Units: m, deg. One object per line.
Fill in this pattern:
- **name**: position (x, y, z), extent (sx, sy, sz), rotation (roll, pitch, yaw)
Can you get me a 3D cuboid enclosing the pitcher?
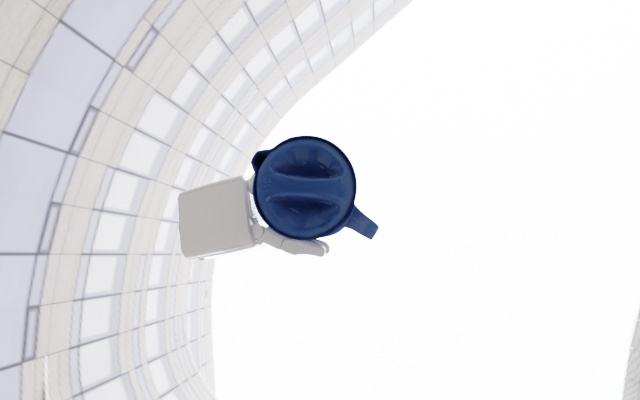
- **pitcher**: position (0.000, 0.002, 0.708), extent (0.145, 0.149, 0.243), rotation (-15, -8, 5)
